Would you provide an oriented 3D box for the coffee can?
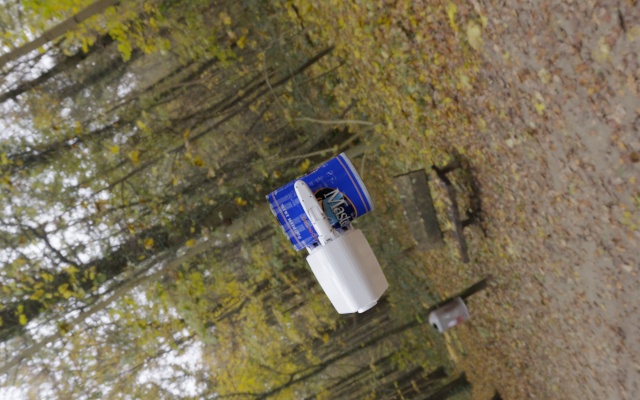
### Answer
[{"bbox_3d":[0.000,0.002,0.754,0.140,0.103,0.103,-29,0,0],"label":"coffee can"}]
